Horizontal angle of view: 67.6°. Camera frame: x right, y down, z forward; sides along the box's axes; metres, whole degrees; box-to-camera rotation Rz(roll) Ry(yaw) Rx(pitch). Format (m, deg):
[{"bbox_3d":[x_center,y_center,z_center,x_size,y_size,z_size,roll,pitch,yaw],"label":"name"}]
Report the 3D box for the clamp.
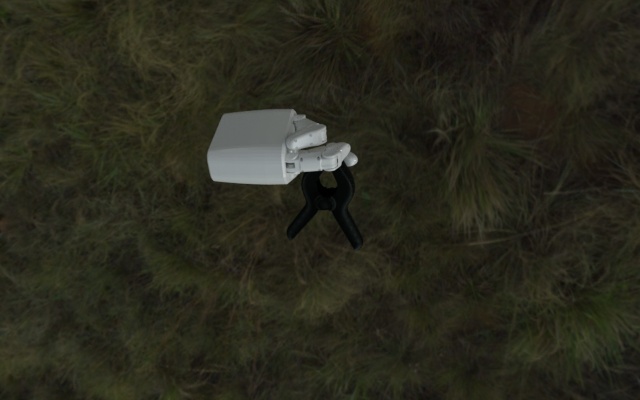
[{"bbox_3d":[0.000,0.003,0.713,0.120,0.172,0.039,-2,29,7],"label":"clamp"}]
